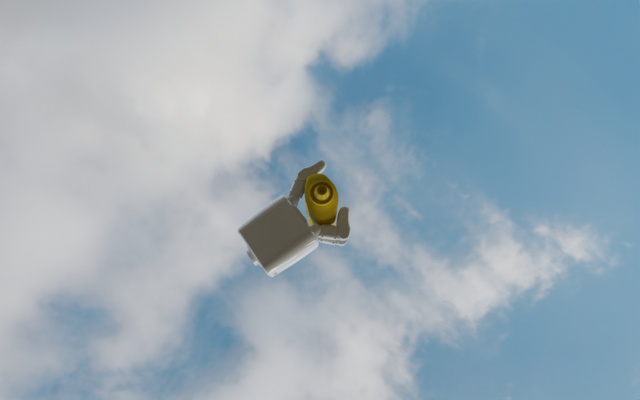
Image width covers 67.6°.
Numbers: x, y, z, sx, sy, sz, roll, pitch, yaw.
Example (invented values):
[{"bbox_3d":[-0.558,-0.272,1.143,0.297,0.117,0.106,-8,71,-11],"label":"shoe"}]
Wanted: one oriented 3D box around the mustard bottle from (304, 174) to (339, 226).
[{"bbox_3d":[0.000,0.003,0.868,0.058,0.096,0.192,-11,-11,-3],"label":"mustard bottle"}]
